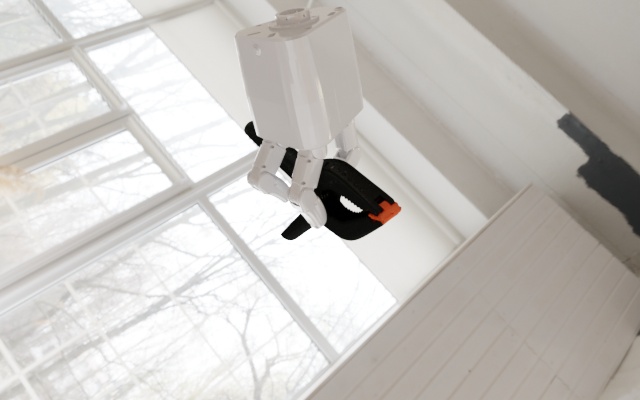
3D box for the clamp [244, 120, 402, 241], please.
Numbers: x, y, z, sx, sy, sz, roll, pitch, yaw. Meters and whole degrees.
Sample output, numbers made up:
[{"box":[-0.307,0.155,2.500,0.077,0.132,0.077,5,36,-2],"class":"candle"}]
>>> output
[{"box":[0.001,0.001,0.534,0.036,0.165,0.210,-35,39,-31],"class":"clamp"}]
